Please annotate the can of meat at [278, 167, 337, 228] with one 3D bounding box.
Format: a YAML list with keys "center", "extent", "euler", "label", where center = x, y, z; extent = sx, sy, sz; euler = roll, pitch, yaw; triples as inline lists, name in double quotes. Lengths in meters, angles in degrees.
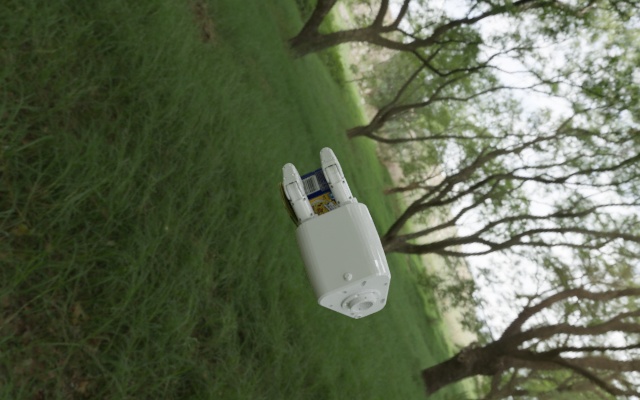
- center: [0.000, 0.002, 0.672]
  extent: [0.084, 0.057, 0.102]
  euler: [-23, -39, 6]
  label: "can of meat"
